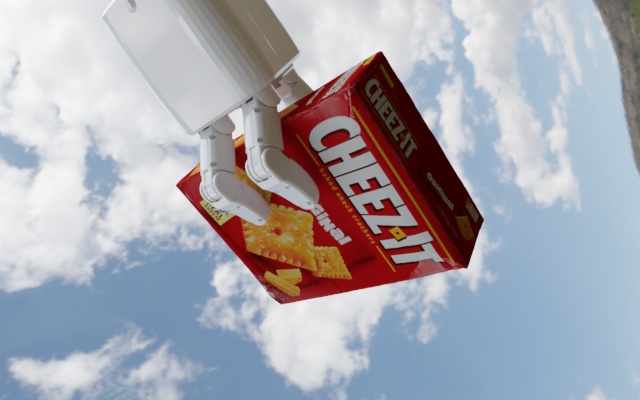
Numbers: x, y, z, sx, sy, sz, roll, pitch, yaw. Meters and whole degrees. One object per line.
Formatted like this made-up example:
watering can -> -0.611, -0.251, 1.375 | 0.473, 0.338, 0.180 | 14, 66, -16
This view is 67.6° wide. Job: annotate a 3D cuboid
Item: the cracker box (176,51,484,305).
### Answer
cracker box -> 0.000, 0.001, 0.411 | 0.214, 0.164, 0.072 | -21, 24, 40
